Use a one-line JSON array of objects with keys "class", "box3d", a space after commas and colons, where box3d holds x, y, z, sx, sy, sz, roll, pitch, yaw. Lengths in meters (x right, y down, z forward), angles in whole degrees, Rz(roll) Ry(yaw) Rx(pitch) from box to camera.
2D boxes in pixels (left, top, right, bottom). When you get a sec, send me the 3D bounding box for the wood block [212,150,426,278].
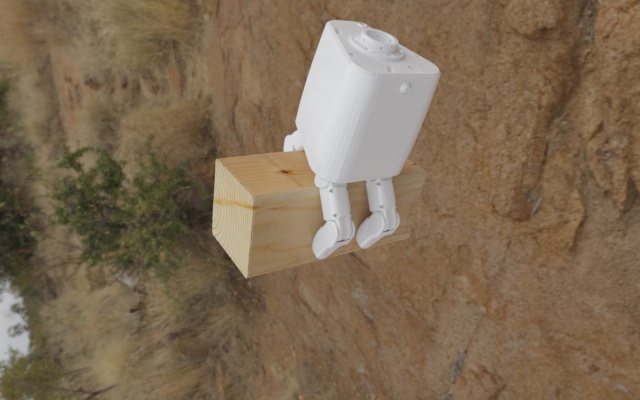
[{"class": "wood block", "box3d": [0.000, 0.001, 0.511, 0.206, 0.090, 0.090, -9, 32, -32]}]
